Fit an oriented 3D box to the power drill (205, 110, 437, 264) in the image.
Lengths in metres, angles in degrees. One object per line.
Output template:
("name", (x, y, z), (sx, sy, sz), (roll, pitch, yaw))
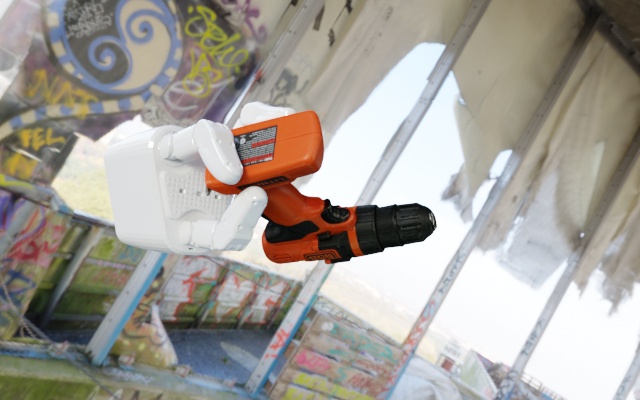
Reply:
("power drill", (0.000, 0.001, 0.437), (0.184, 0.057, 0.188), (-12, -35, 19))
